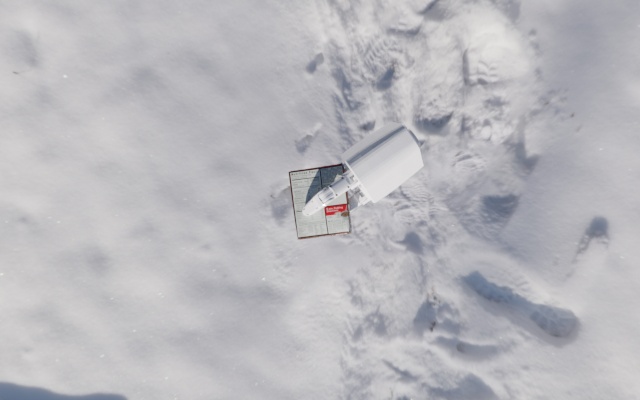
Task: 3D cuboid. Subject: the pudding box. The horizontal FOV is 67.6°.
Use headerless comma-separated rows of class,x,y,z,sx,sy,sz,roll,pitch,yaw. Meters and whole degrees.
pudding box,0.000,0.003,0.770,0.090,0.113,0.039,-7,-3,5
